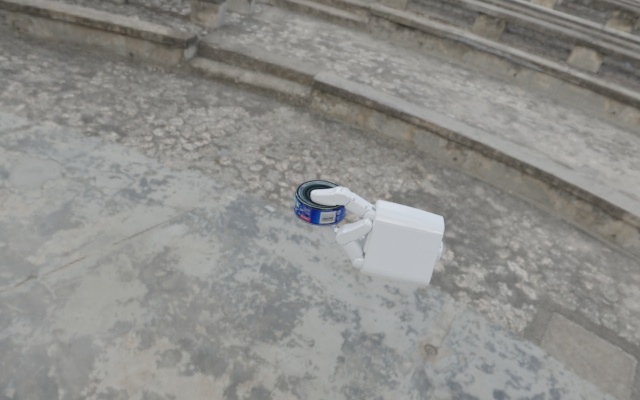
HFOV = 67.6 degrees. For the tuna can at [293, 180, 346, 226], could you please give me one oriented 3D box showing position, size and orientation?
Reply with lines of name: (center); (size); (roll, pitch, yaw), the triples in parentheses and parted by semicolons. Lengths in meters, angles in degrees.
tuna can: (0.000, 0.002, 0.763); (0.086, 0.034, 0.086); (5, 34, -4)
